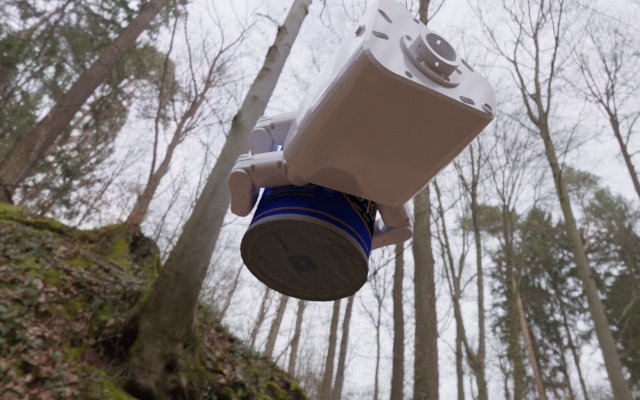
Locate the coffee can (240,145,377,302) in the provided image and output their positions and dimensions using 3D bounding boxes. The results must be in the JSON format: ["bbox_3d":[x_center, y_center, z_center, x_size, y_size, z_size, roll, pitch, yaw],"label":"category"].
[{"bbox_3d":[0.000,0.002,0.419,0.103,0.140,0.103,8,-43,8],"label":"coffee can"}]
